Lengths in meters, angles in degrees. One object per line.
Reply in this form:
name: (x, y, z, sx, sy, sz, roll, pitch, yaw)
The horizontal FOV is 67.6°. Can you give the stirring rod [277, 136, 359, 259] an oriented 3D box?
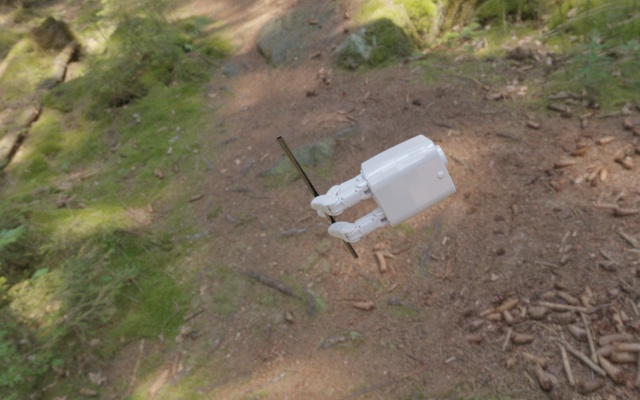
stirring rod: (0.000, 0.002, 0.722, 0.011, 0.240, 0.011, -25, 28, 15)
